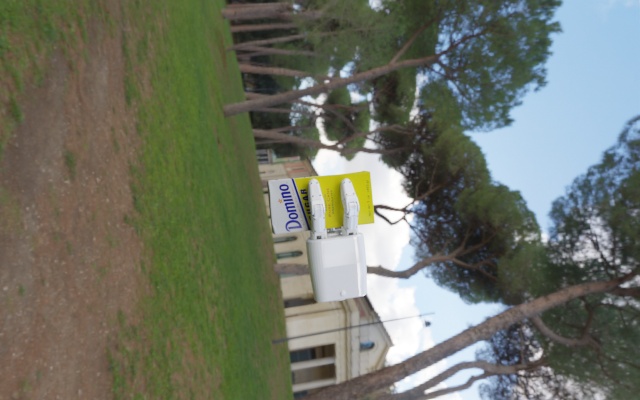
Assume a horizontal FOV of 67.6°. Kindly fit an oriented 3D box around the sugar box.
[{"bbox_3d":[0.000,0.003,0.820,0.176,0.093,0.048,-7,4,-10],"label":"sugar box"}]
